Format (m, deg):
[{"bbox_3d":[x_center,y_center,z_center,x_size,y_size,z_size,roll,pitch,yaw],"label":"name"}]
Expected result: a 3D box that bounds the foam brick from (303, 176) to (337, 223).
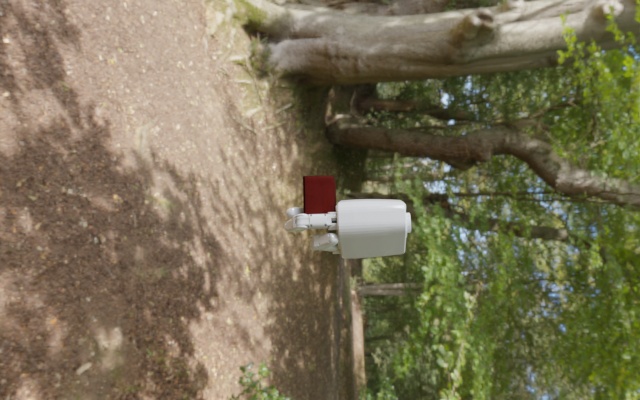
[{"bbox_3d":[0.000,0.002,0.791,0.051,0.078,0.053,-3,-15,6],"label":"foam brick"}]
